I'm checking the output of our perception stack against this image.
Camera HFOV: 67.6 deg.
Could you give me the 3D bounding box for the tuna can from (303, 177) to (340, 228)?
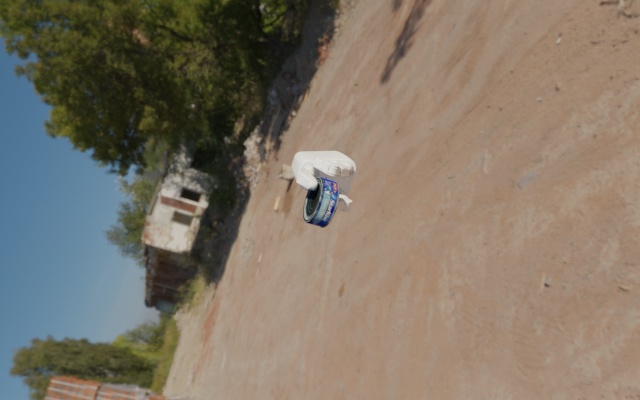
[{"bbox_3d":[0.000,0.003,0.839,0.034,0.086,0.086,17,-6,-19],"label":"tuna can"}]
